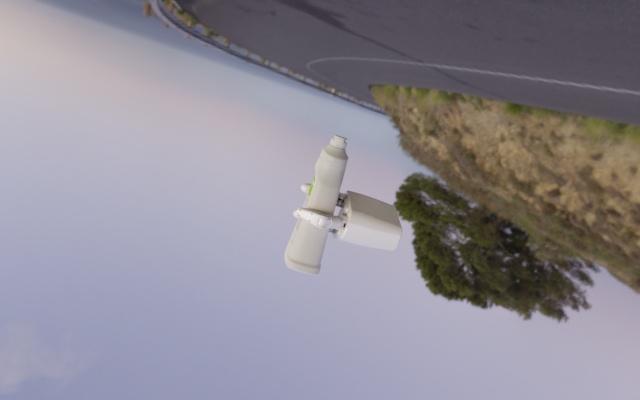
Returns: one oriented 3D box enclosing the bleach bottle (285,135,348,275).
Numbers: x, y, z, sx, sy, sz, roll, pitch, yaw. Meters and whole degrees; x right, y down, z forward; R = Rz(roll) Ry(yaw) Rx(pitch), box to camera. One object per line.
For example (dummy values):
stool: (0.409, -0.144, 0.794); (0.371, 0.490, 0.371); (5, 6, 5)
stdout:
bleach bottle: (0.000, 0.003, 0.886); (0.068, 0.251, 0.102); (16, 11, -10)
